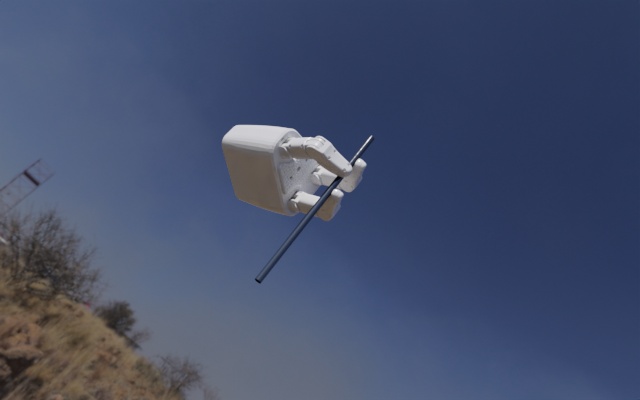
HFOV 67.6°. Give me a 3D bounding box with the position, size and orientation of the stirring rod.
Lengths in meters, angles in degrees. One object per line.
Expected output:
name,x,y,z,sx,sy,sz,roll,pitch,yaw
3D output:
stirring rod,0.000,0.002,0.557,0.011,0.011,0.239,0,43,49
